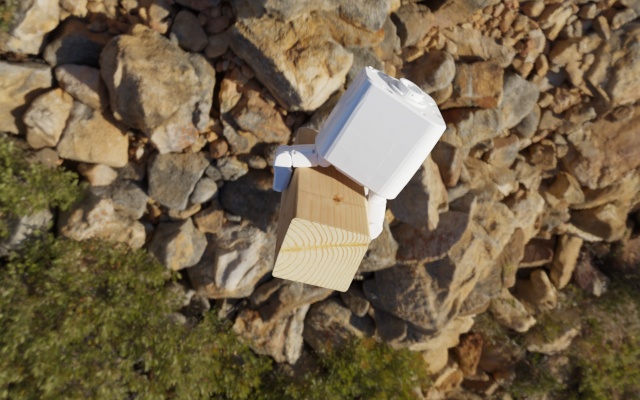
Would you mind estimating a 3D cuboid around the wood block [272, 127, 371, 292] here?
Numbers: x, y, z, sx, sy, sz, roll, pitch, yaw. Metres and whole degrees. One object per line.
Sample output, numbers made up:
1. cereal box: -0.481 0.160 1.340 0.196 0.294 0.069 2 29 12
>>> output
1. wood block: 0.000 0.002 0.603 0.091 0.090 0.206 15 34 -10
